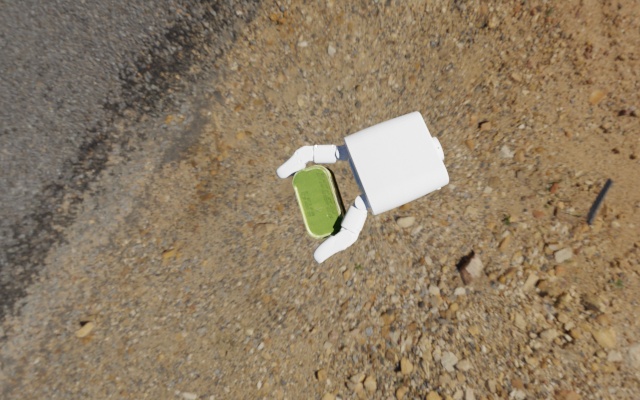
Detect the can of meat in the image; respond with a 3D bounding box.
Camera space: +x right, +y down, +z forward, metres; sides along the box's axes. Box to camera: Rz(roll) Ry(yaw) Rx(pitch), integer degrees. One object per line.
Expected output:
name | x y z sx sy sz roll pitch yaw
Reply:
can of meat | 0.000 0.002 0.664 0.057 0.102 0.084 -18 -1 5
